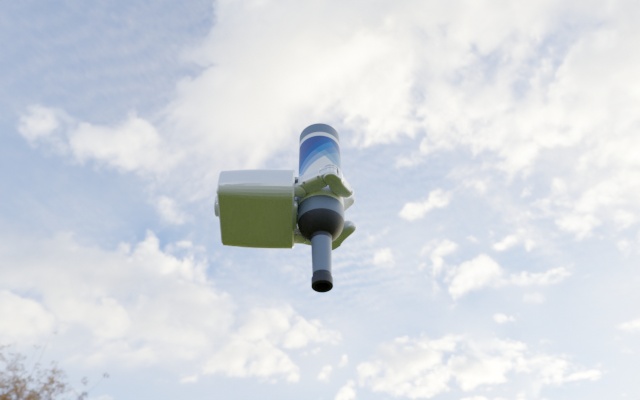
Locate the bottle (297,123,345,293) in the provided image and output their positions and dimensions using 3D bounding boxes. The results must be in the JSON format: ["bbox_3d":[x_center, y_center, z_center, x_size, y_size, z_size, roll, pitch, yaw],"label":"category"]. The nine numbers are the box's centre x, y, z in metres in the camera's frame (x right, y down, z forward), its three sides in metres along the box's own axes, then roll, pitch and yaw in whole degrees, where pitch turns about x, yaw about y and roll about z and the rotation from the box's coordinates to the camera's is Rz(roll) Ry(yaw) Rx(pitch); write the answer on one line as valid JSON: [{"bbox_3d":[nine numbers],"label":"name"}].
[{"bbox_3d":[0.000,0.002,0.692,0.069,0.295,0.069,-1,-45,-1],"label":"bottle"}]
